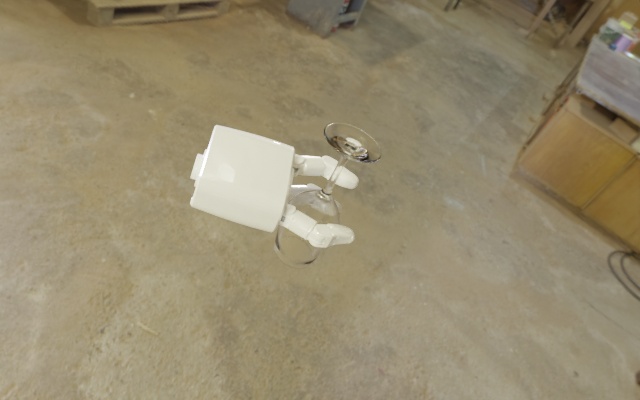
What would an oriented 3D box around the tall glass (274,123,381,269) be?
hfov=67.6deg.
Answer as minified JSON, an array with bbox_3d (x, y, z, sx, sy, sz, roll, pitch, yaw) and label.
[{"bbox_3d":[0.000,0.002,0.618,0.079,0.201,0.079,17,37,-14],"label":"tall glass"}]
